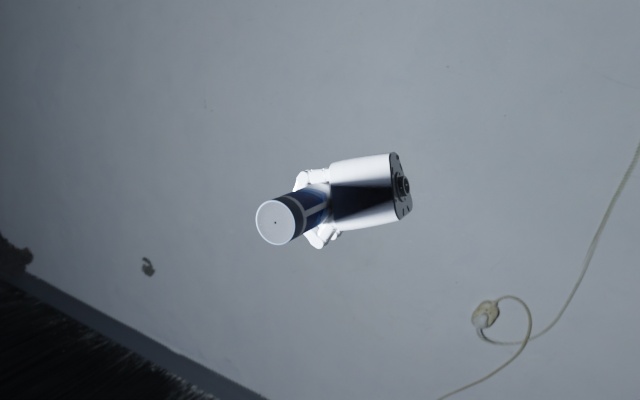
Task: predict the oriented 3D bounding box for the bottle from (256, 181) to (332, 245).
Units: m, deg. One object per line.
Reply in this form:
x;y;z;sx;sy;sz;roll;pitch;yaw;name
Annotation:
0.000;0.003;0.808;0.069;0.069;0.295;0;11;27;bottle
